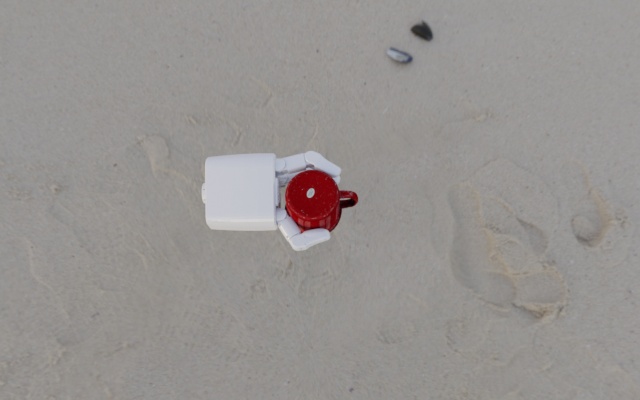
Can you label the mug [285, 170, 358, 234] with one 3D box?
[{"bbox_3d":[0.002,0.002,0.737,0.117,0.093,0.081,-3,-18,-1],"label":"mug"}]
